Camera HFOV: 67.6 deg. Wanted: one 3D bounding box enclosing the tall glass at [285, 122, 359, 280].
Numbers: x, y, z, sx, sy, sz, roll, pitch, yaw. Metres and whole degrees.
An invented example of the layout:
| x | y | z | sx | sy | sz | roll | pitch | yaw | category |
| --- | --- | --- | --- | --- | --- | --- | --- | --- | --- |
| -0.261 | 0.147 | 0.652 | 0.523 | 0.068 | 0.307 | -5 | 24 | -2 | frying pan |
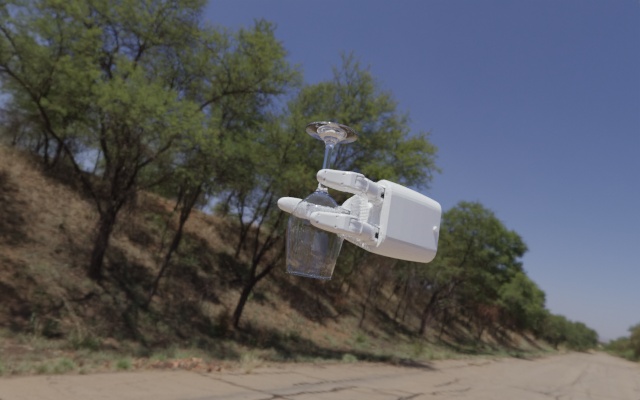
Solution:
| x | y | z | sx | sy | sz | roll | pitch | yaw | category |
| --- | --- | --- | --- | --- | --- | --- | --- | --- | --- |
| 0.000 | 0.001 | 0.640 | 0.079 | 0.201 | 0.079 | 9 | -12 | 2 | tall glass |
